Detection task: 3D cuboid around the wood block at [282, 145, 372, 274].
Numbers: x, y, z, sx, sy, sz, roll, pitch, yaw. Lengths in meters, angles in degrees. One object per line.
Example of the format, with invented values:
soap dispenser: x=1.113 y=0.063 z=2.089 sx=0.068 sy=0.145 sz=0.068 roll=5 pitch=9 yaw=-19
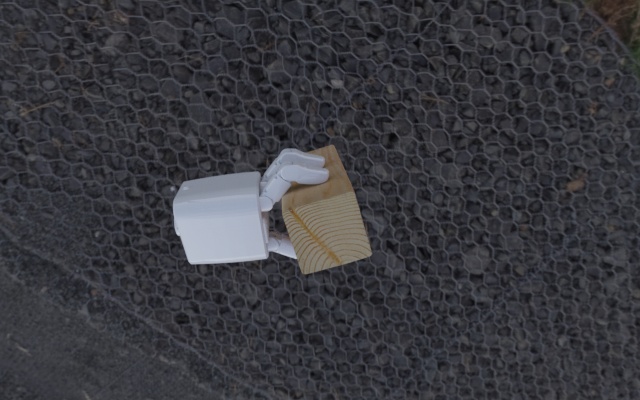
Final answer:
wood block: x=0.000 y=0.003 z=0.655 sx=0.090 sy=0.091 sz=0.206 roll=-16 pitch=22 yaw=1
